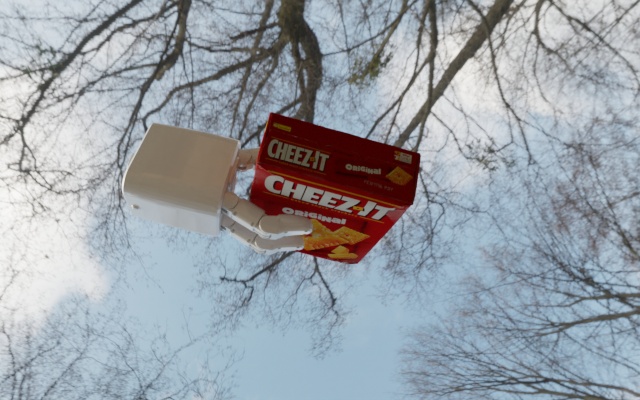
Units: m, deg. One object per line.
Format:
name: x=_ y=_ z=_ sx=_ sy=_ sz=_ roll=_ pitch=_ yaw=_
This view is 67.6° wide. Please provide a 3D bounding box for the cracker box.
cracker box: x=0.000 y=0.002 z=0.568 sx=0.164 sy=0.072 sz=0.214 roll=14 pitch=-26 yaw=-6
